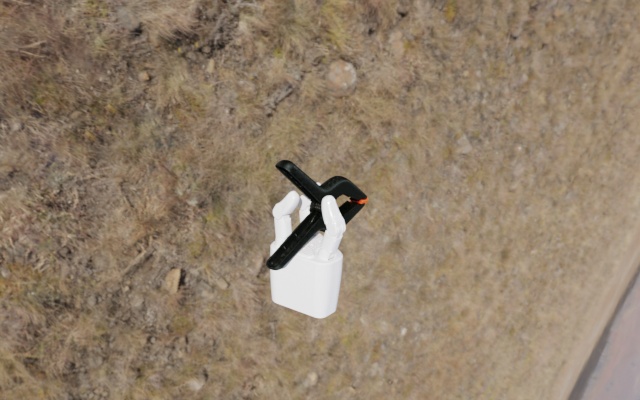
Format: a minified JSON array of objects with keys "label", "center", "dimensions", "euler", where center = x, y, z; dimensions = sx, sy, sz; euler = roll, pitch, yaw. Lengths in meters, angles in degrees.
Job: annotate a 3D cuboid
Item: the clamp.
[{"label":"clamp","center":[0.001,0.003,0.735],"dimensions":[0.036,0.165,0.210],"euler":[23,30,38]}]
